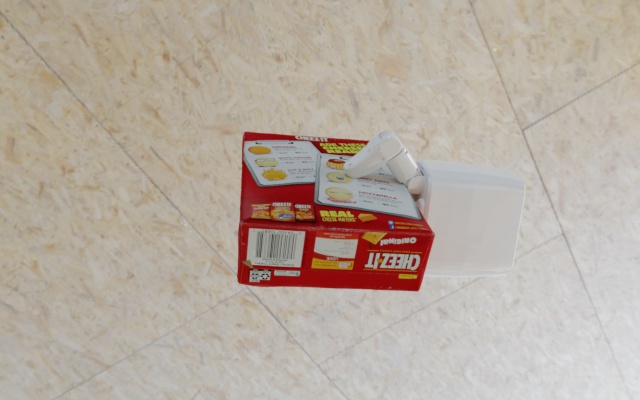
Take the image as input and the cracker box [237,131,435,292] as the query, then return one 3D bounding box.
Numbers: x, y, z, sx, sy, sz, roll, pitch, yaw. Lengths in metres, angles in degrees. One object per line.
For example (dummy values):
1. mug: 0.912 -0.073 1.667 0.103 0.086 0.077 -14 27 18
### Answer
1. cracker box: 0.000 0.002 0.487 0.164 0.072 0.213 3 27 -10
